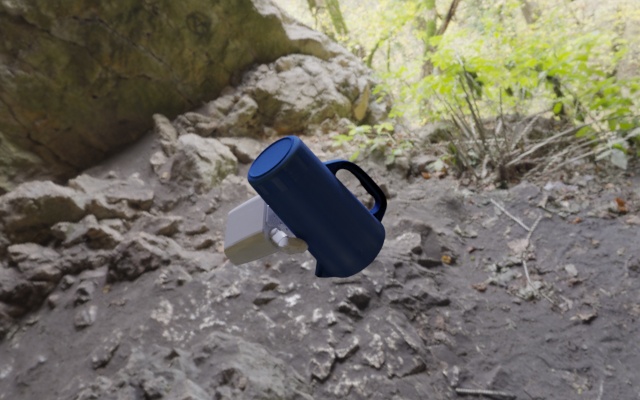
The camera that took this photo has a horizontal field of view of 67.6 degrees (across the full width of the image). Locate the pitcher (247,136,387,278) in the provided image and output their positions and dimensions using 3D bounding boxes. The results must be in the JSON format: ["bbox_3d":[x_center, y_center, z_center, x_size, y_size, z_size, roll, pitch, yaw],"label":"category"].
[{"bbox_3d":[0.000,0.003,0.806,0.145,0.149,0.243,-22,-56,32],"label":"pitcher"}]
